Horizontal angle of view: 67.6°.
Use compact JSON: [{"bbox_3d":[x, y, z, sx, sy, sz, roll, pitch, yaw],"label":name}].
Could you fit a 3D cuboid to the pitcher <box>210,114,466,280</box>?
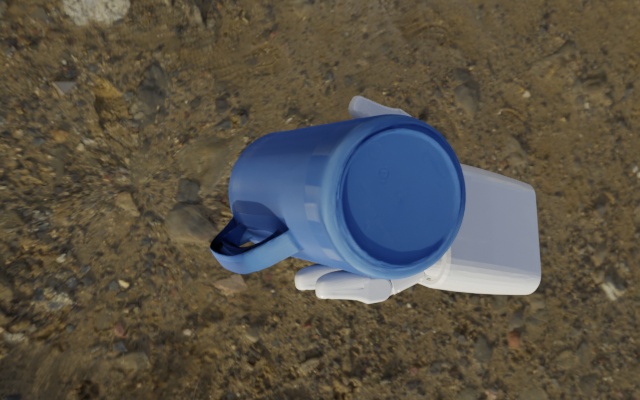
[{"bbox_3d":[0.000,0.001,0.409,0.145,0.149,0.243,12,-3,-21],"label":"pitcher"}]
